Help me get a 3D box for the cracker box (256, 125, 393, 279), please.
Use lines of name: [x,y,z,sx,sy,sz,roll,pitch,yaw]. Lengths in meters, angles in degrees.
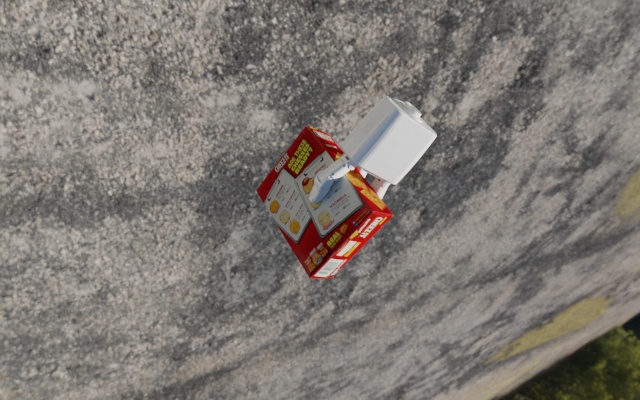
cracker box: [0.000,0.003,0.828,0.072,0.164,0.213,12,35,-50]
